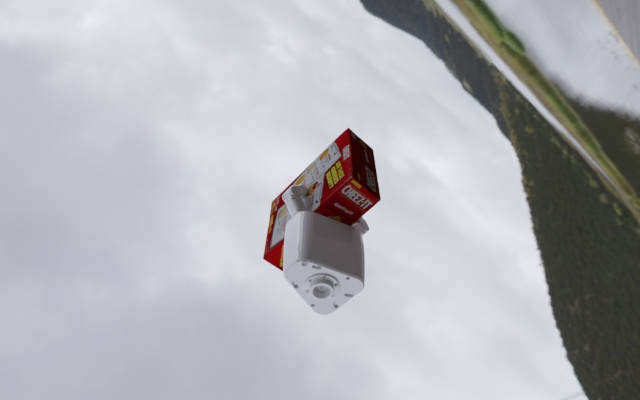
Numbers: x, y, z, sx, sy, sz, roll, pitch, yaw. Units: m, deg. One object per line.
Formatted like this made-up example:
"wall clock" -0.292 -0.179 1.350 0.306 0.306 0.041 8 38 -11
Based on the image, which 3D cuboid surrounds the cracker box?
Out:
"cracker box" 0.000 0.003 0.805 0.072 0.214 0.164 37 28 -22
